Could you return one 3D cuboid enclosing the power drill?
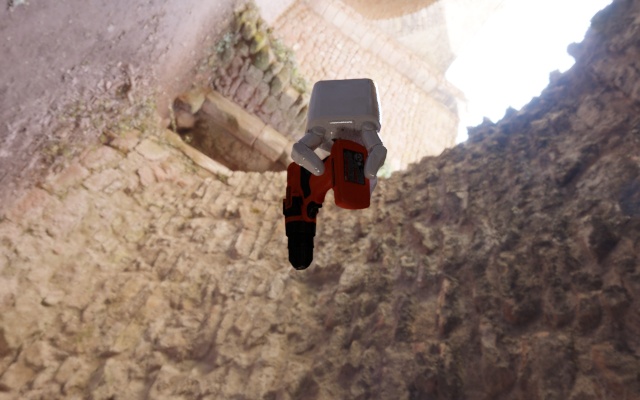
[{"bbox_3d":[0.000,0.002,0.728,0.057,0.184,0.188,9,-21,-31],"label":"power drill"}]
